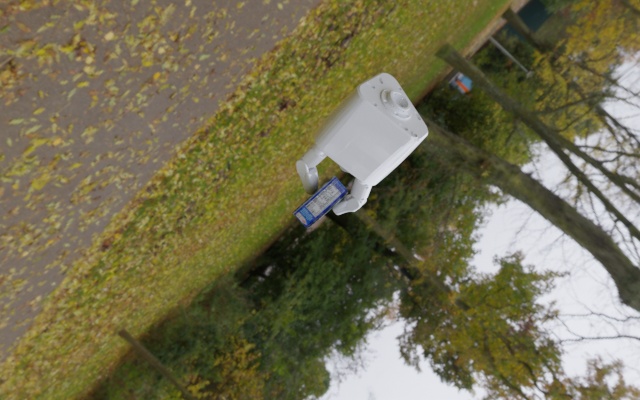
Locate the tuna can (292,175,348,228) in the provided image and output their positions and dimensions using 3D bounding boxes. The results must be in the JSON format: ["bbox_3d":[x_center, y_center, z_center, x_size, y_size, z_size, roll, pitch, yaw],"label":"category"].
[{"bbox_3d":[0.000,0.003,0.719,0.086,0.034,0.086,-42,1,1],"label":"tuna can"}]
